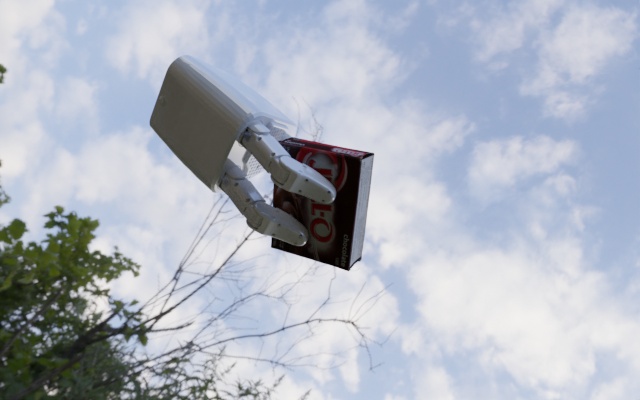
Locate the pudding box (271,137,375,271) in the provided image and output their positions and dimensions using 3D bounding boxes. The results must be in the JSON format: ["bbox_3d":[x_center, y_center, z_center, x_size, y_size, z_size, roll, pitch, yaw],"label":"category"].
[{"bbox_3d":[0.000,0.001,0.463,0.090,0.113,0.039,14,22,27],"label":"pudding box"}]
